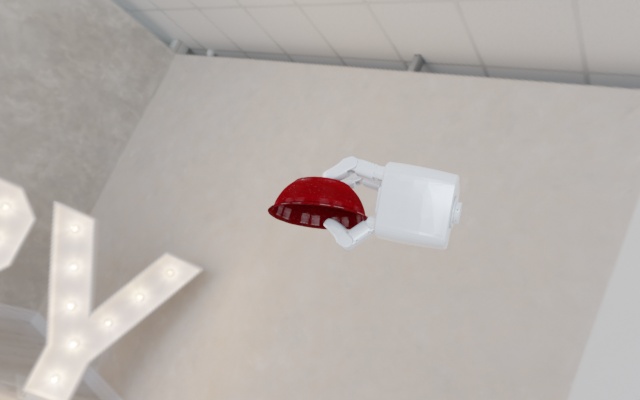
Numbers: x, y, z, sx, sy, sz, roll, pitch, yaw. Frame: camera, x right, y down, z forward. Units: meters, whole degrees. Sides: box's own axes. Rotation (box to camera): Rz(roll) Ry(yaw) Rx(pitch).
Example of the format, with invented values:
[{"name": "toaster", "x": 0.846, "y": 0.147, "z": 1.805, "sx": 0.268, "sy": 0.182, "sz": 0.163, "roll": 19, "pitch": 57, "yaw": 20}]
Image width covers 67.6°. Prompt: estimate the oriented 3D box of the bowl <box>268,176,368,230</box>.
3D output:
[{"name": "bowl", "x": -0.001, "y": 0.002, "z": 0.756, "sx": 0.162, "sy": 0.055, "sz": 0.162, "roll": 5, "pitch": -15, "yaw": 2}]
